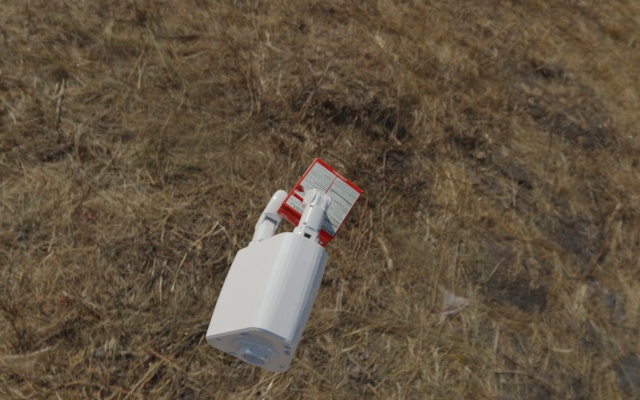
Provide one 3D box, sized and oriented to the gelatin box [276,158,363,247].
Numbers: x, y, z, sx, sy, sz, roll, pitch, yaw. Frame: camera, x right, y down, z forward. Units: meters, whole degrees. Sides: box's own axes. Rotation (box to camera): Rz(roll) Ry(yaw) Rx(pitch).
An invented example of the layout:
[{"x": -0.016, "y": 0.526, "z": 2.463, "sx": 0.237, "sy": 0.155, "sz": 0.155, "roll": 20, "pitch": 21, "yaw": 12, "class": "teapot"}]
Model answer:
[{"x": 0.000, "y": 0.001, "z": 0.588, "sx": 0.073, "sy": 0.089, "sz": 0.030, "roll": 36, "pitch": -35, "yaw": -2, "class": "gelatin box"}]
